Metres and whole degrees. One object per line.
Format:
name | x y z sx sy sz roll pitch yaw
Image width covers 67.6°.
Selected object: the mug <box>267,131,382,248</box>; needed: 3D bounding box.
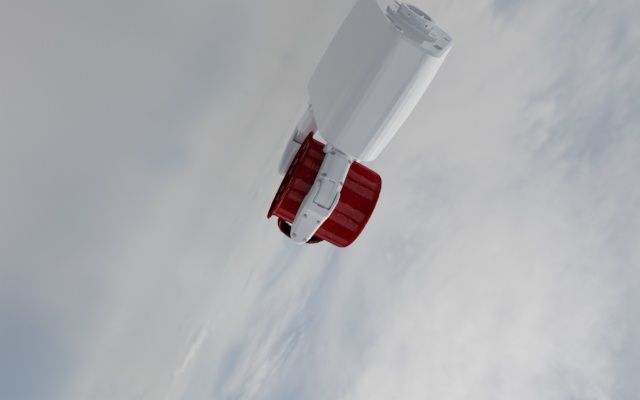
mug | 0.000 0.003 0.466 0.081 0.117 0.093 27 36 -9
